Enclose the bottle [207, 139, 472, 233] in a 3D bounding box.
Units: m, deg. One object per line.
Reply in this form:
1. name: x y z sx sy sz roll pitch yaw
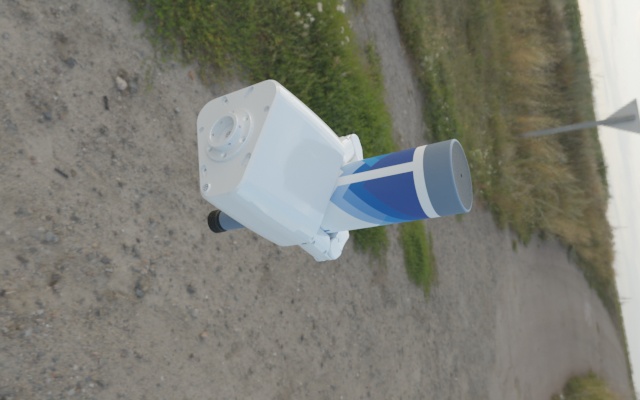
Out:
1. bottle: 0.000 0.002 0.496 0.296 0.069 0.069 -11 -5 30
